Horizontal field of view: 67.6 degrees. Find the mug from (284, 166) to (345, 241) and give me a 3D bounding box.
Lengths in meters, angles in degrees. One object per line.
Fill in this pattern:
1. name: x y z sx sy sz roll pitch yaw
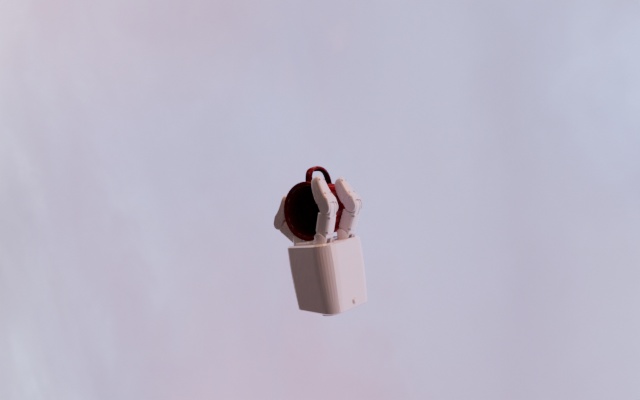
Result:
1. mug: 0.000 0.001 0.774 0.093 0.117 0.081 -8 -1 39
